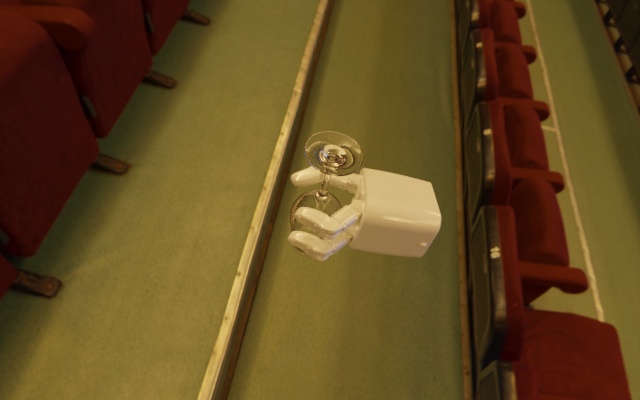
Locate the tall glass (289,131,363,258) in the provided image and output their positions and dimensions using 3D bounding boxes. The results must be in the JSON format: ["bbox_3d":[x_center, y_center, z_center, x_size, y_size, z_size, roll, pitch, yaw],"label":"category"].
[{"bbox_3d":[0.000,0.002,0.660,0.079,0.079,0.201,0,-37,-13],"label":"tall glass"}]
